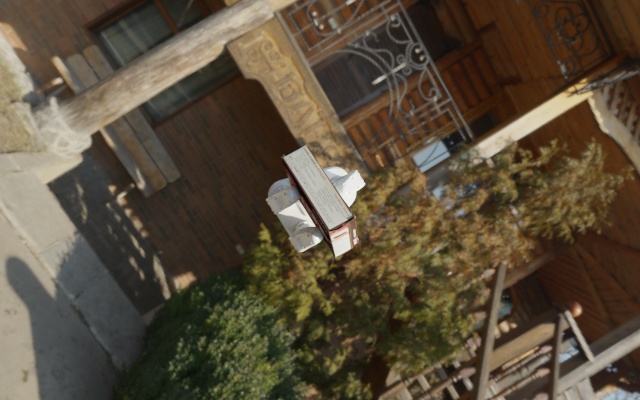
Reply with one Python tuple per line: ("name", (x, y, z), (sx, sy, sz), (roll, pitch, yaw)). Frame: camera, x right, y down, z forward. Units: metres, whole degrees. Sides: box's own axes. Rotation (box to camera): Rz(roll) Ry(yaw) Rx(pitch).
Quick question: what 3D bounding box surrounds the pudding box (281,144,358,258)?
("pudding box", (0.000, 0.002, 0.563), (0.039, 0.113, 0.090), (-32, -24, -7))
